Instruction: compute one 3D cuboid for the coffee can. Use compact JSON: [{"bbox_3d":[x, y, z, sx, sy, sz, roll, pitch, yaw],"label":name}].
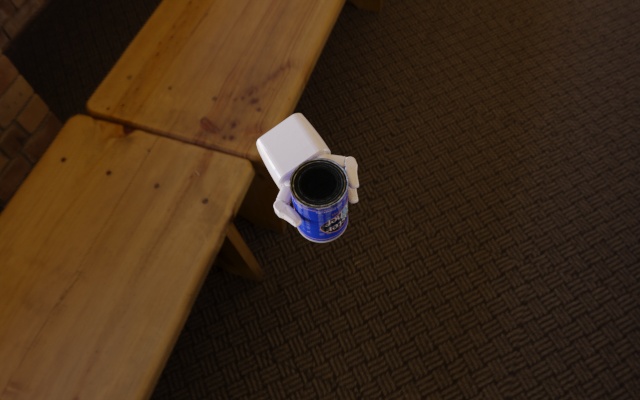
[{"bbox_3d":[0.000,0.003,0.876,0.103,0.102,0.140,0,-29,3],"label":"coffee can"}]
